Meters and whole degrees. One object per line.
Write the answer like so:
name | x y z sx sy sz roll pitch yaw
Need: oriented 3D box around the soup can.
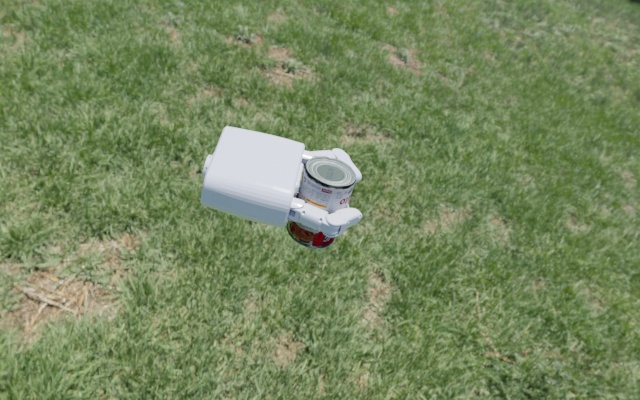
soup can | 0.001 0.002 0.616 0.068 0.102 0.068 12 36 -9
